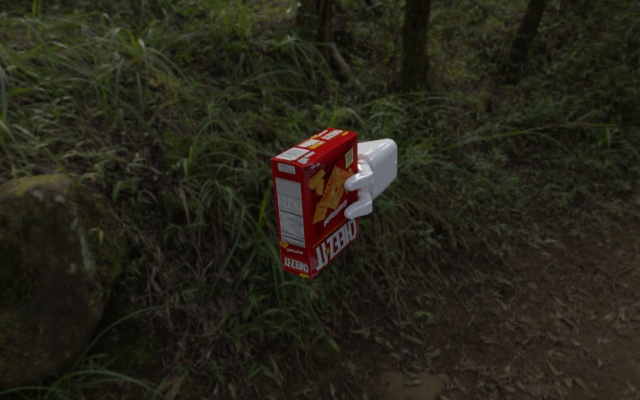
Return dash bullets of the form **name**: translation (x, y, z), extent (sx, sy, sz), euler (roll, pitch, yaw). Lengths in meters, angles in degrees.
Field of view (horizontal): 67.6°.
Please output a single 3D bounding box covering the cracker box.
- **cracker box**: translation (0.000, 0.003, 0.825), extent (0.072, 0.214, 0.164), euler (15, 33, 32)
